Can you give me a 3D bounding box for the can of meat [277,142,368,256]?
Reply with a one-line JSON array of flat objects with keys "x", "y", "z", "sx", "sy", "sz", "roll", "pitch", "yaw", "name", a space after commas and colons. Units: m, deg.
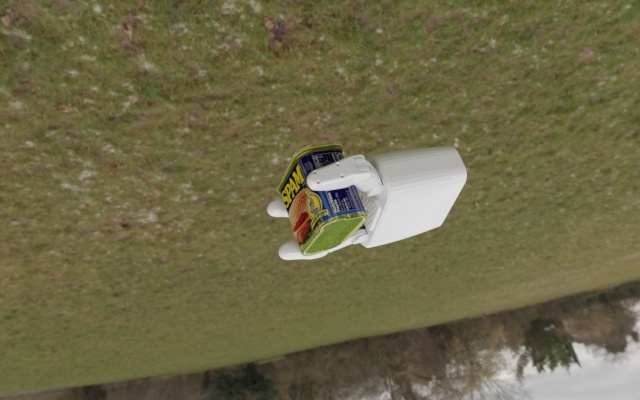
[{"x": 0.000, "y": 0.002, "z": 0.504, "sx": 0.057, "sy": 0.084, "sz": 0.102, "roll": -11, "pitch": -22, "yaw": -25, "name": "can of meat"}]
